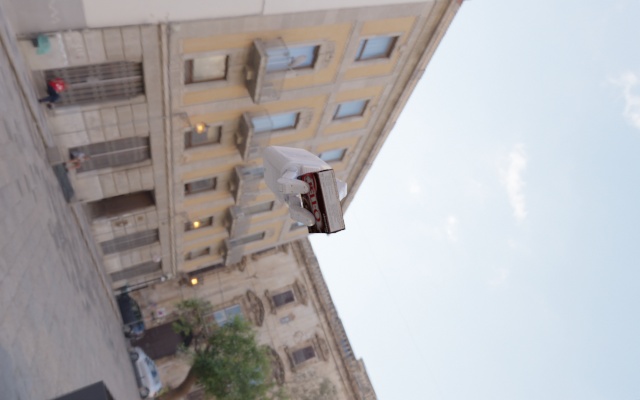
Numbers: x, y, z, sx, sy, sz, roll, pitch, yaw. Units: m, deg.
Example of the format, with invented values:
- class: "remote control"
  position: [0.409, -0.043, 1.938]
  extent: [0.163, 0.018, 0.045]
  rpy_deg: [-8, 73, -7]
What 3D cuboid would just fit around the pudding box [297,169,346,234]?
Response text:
- class: "pudding box"
  position: [0.000, 0.003, 0.860]
  extent: [0.039, 0.113, 0.090]
  rpy_deg: [-16, 4, -25]
